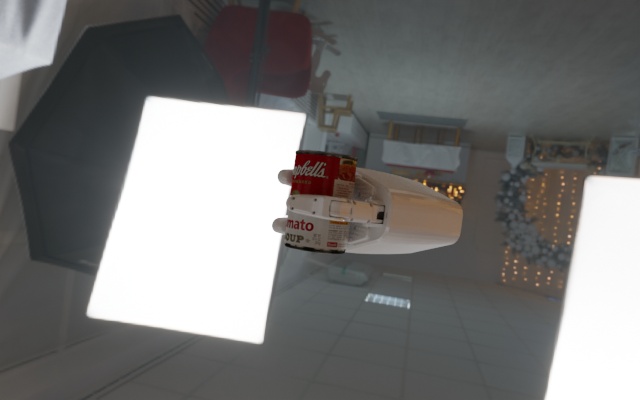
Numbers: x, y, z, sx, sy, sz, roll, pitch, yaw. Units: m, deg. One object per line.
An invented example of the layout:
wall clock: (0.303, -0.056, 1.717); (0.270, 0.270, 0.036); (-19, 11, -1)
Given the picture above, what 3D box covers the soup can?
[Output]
soup can: (0.000, 0.002, 0.510); (0.068, 0.102, 0.068); (7, 0, 0)
